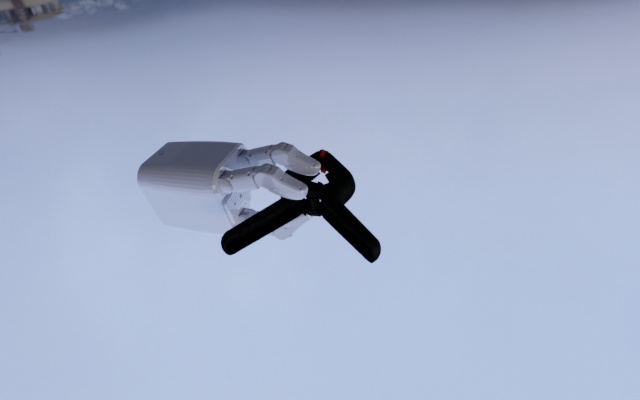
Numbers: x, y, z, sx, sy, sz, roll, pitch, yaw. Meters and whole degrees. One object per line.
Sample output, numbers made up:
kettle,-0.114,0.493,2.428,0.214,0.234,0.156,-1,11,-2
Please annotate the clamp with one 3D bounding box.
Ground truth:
clamp,0.000,0.002,0.555,0.164,0.036,0.210,7,34,14
